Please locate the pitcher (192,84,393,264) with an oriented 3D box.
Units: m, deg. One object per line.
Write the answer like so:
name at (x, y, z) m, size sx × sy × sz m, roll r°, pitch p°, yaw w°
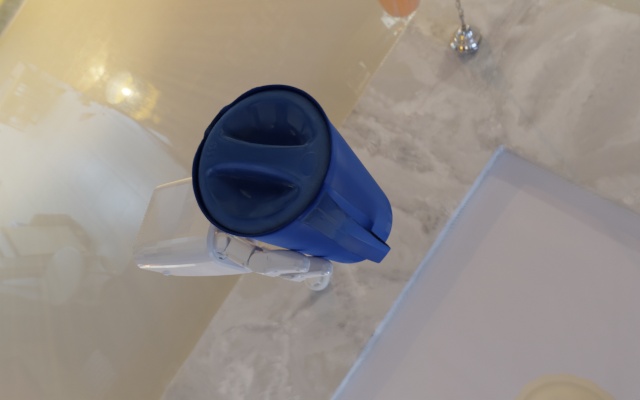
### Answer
pitcher at (0.000, 0.002, 0.487) m, size 0.145 × 0.149 × 0.243 m, roll -11°, pitch -20°, yaw 21°
